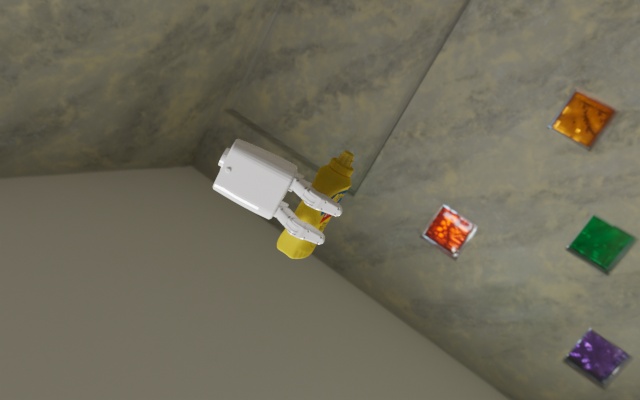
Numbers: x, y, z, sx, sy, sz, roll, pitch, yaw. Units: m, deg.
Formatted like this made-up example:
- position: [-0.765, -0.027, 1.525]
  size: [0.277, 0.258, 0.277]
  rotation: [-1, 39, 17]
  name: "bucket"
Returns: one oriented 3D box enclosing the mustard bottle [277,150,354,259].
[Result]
- position: [0.000, 0.003, 0.790]
  size: [0.058, 0.192, 0.096]
  rotation: [35, 18, 15]
  name: "mustard bottle"
